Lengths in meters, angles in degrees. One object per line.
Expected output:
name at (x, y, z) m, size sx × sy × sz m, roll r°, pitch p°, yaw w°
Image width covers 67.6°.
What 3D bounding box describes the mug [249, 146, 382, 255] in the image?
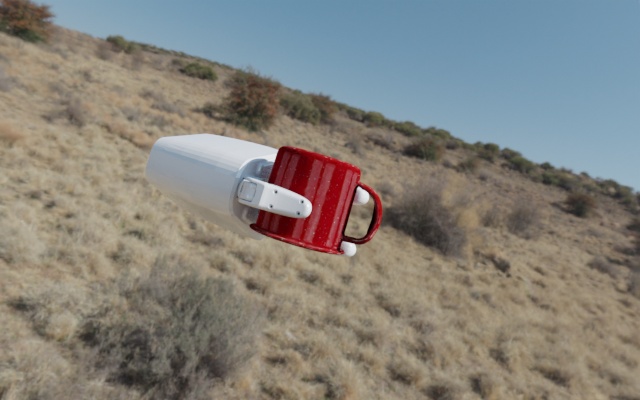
mug at (0.001, 0.002, 0.443) m, size 0.117 × 0.081 × 0.093 m, roll 17°, pitch 1°, yaw 18°
